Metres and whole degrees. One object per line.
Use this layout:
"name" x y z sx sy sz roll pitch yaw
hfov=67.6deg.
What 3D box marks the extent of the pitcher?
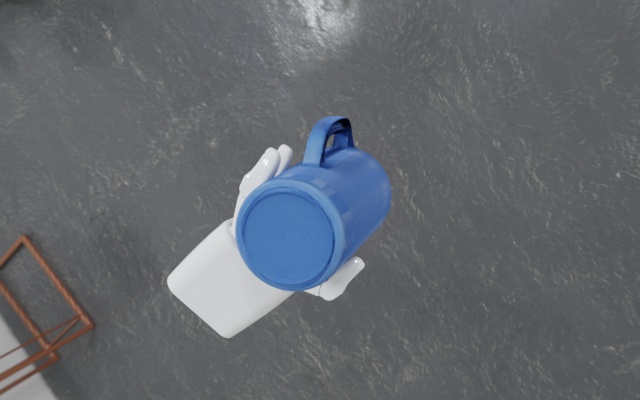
"pitcher" 0.000 0.002 0.542 0.145 0.149 0.243 -40 -2 18
